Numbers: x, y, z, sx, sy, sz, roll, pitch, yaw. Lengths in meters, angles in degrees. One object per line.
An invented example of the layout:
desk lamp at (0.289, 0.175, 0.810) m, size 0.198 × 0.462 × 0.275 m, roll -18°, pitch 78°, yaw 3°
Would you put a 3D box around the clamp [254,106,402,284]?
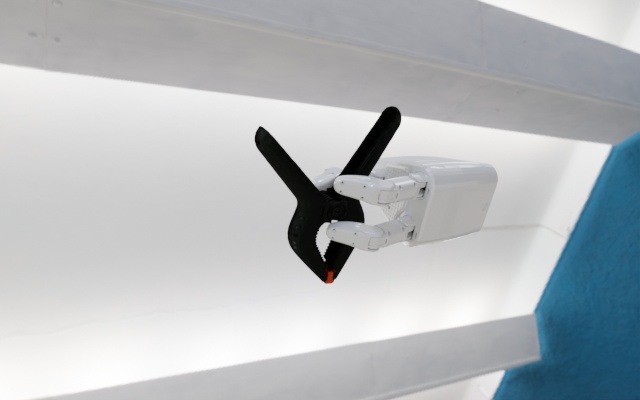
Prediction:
clamp at (0.000, 0.002, 0.515) m, size 0.164 × 0.210 × 0.036 m, roll -6°, pitch 30°, yaw -29°
